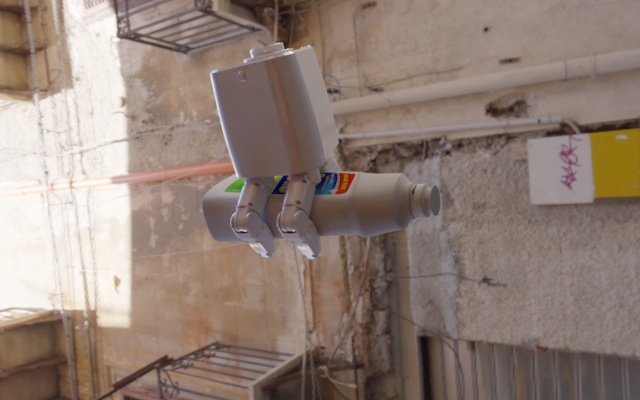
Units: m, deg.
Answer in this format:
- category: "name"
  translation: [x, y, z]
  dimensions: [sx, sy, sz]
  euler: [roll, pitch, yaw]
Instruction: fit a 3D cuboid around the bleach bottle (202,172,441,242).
- category: "bleach bottle"
  translation: [0.000, 0.002, 0.498]
  dimensions: [0.251, 0.068, 0.102]
  euler: [-3, 21, 31]
